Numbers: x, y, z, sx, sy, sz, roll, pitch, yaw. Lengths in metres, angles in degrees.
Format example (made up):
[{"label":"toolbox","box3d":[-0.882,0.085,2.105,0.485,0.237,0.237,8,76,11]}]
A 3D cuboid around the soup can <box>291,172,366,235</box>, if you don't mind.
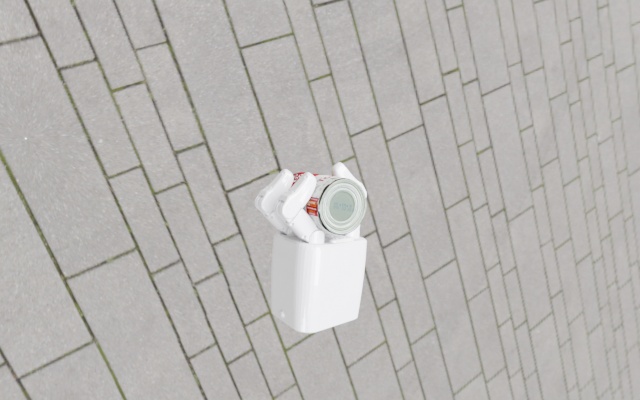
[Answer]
[{"label":"soup can","box3d":[0.000,0.001,0.586,0.068,0.068,0.102,0,6,-32]}]
